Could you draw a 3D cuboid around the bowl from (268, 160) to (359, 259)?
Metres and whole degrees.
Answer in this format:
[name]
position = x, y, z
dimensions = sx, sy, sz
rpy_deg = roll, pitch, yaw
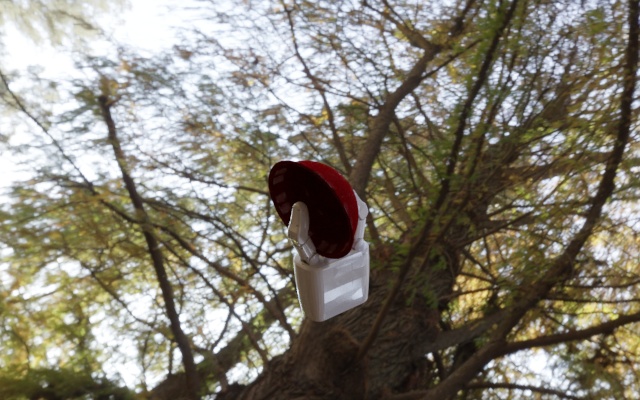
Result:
[bowl]
position = 0.000, 0.001, 0.678
dimensions = 0.055, 0.162, 0.162
rpy_deg = -38, 22, -32
